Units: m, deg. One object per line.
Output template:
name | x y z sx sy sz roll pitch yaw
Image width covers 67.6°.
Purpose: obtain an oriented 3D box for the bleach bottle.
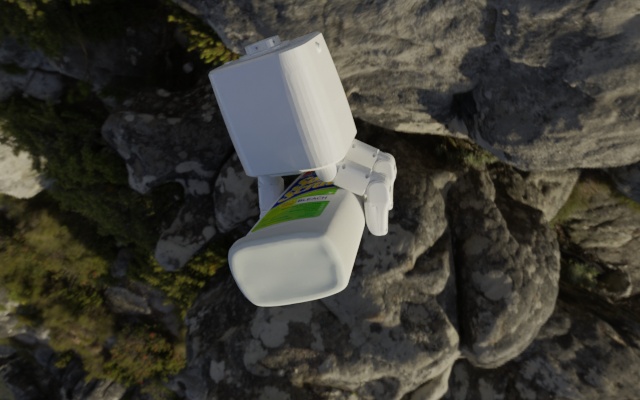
bleach bottle | 0.000 0.002 0.491 0.102 0.068 0.250 -13 23 19
